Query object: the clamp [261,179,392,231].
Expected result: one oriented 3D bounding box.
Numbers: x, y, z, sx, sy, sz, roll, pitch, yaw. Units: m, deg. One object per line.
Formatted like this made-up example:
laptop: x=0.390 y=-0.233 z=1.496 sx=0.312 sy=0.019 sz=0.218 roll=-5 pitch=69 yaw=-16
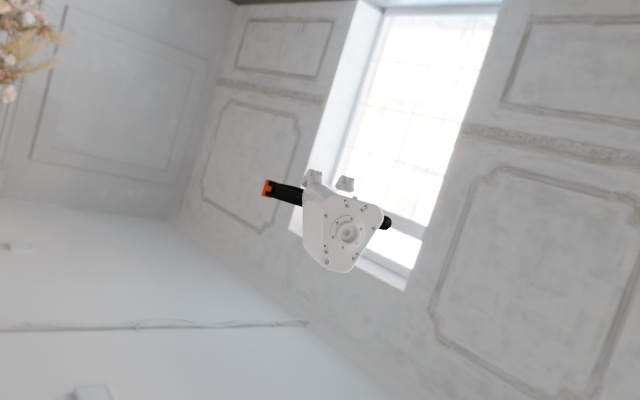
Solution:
clamp: x=-0.001 y=0.003 z=0.820 sx=0.210 sy=0.036 sz=0.164 roll=15 pitch=4 yaw=-16
